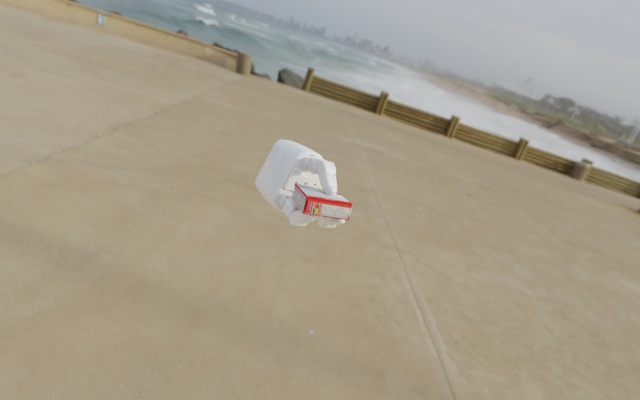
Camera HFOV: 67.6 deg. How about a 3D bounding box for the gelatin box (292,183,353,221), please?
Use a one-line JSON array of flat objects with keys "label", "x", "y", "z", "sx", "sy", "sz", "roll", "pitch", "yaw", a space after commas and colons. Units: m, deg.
[{"label": "gelatin box", "x": 0.000, "y": 0.002, "z": 0.740, "sx": 0.073, "sy": 0.030, "sz": 0.089, "roll": 10, "pitch": 11, "yaw": -18}]
